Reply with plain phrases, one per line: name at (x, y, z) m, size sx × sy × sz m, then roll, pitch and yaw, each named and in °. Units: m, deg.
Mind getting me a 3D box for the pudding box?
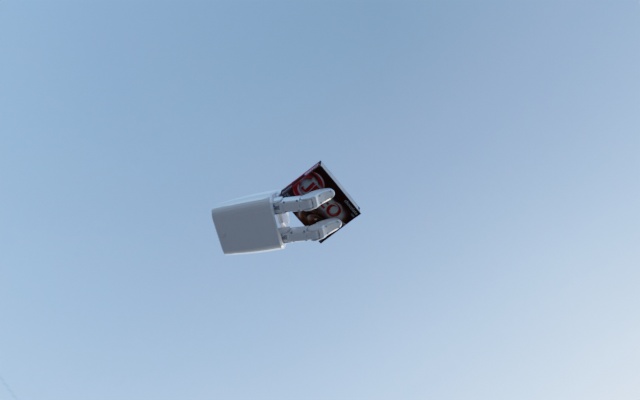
pudding box at (0.000, 0.003, 0.812) m, size 0.090 × 0.113 × 0.039 m, roll -37°, pitch 16°, yaw 15°
